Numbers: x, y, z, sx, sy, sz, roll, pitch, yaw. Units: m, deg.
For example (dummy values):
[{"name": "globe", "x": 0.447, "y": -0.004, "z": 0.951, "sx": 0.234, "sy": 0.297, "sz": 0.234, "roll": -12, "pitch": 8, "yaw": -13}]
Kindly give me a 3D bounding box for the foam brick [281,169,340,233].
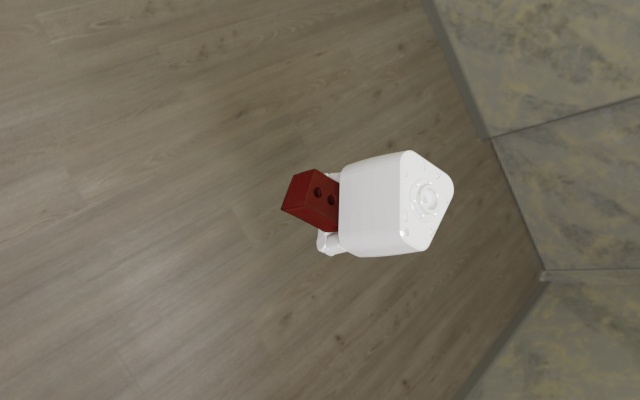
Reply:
[{"name": "foam brick", "x": 0.000, "y": 0.002, "z": 0.611, "sx": 0.078, "sy": 0.053, "sz": 0.051, "roll": 28, "pitch": -22, "yaw": -29}]
